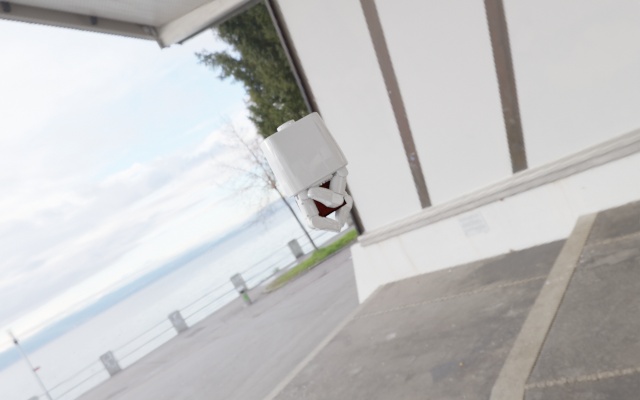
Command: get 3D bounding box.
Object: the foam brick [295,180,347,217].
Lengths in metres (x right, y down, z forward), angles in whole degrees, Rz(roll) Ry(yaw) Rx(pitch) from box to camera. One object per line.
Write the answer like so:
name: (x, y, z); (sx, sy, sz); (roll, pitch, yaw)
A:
foam brick: (0.000, 0.003, 0.843); (0.053, 0.051, 0.078); (-31, 1, -27)
